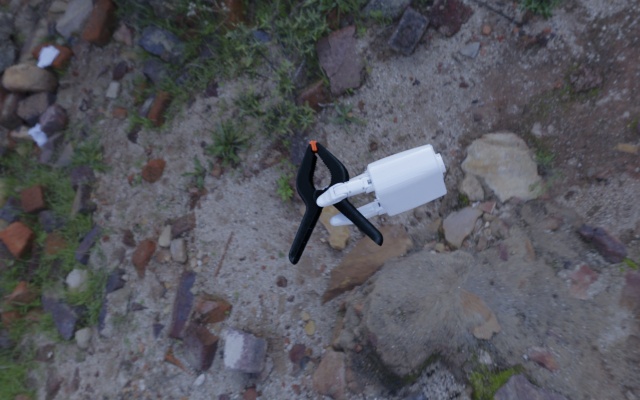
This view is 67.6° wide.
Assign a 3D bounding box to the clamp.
[{"bbox_3d":[0.000,0.002,0.817,0.164,0.210,0.036,-21,-15,12],"label":"clamp"}]
